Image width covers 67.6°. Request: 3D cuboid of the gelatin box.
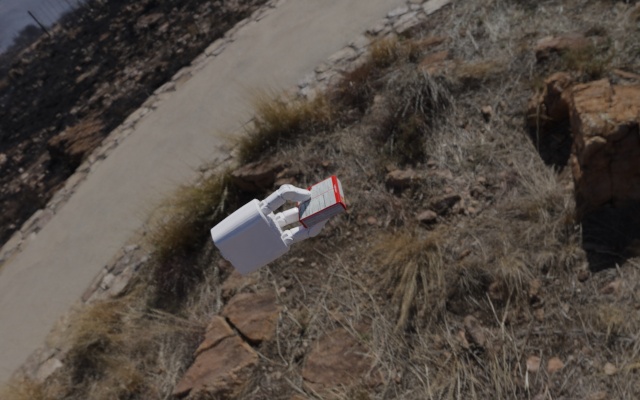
[{"bbox_3d":[0.000,0.003,0.896,0.089,0.073,0.030,-26,-47,17],"label":"gelatin box"}]
